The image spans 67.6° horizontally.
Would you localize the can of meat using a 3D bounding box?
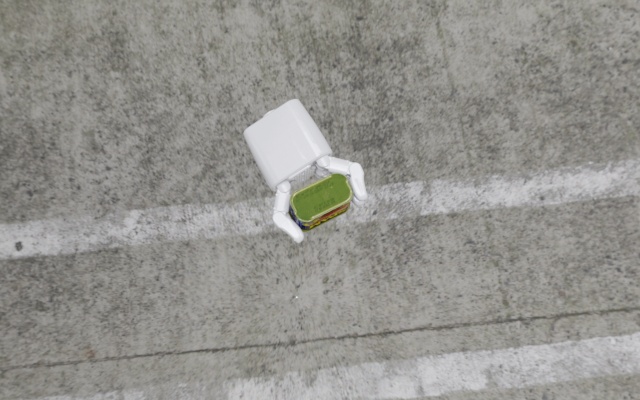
[{"bbox_3d":[0.000,0.003,0.752,0.102,0.057,0.084,-27,-9,-8],"label":"can of meat"}]
